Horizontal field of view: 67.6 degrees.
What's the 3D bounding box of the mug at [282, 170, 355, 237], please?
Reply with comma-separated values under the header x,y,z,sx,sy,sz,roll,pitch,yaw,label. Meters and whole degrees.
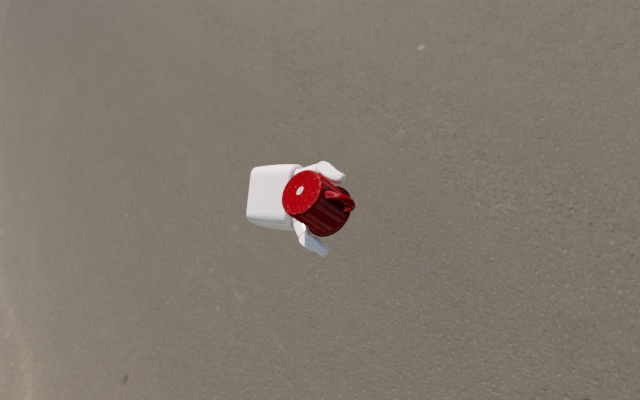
x,y,z,sx,sy,sz,roll,pitch,yaw,label
0.001,0.003,0.767,0.117,0.093,0.081,3,-22,39,mug
